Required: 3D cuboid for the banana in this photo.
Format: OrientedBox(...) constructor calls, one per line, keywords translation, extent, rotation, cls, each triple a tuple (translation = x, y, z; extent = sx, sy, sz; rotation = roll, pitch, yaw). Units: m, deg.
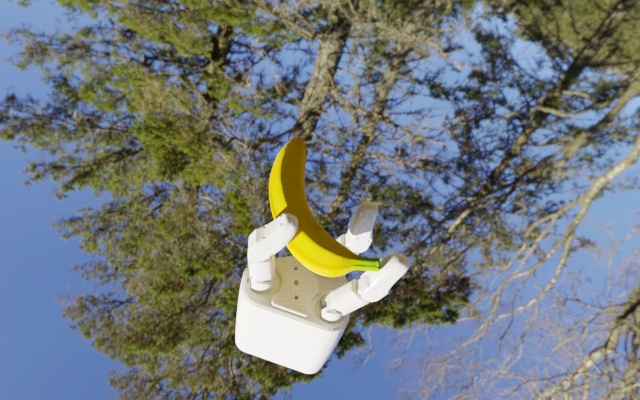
OrientedBox(translation=(-0.016, 0.008, 0.479), extent=(0.069, 0.037, 0.197), rotation=(-12, 49, -21), cls="banana")
